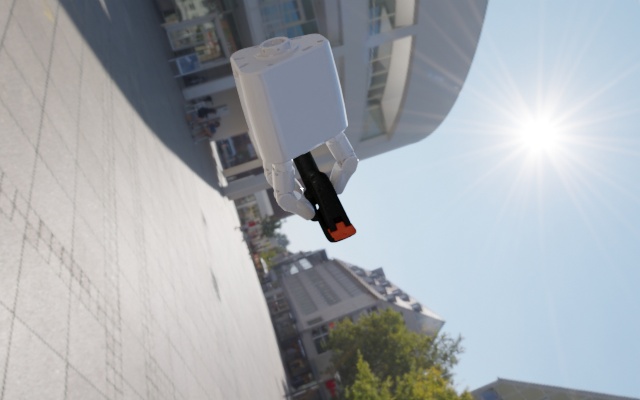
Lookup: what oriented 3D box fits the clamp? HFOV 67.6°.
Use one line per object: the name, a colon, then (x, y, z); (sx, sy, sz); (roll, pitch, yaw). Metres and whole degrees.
clamp: (0.001, 0.002, 0.631); (0.036, 0.165, 0.210); (-22, 36, -7)
